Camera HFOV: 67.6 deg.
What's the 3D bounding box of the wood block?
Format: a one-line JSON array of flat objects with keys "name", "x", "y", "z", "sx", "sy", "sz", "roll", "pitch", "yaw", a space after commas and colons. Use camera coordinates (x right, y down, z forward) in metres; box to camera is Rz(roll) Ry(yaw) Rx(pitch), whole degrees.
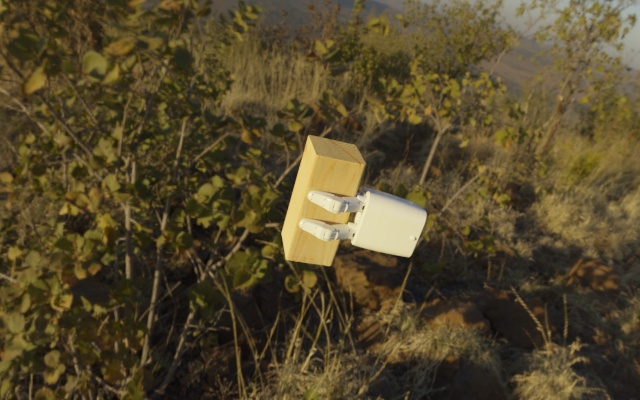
[{"name": "wood block", "x": 0.001, "y": 0.003, "z": 0.846, "sx": 0.090, "sy": 0.206, "sz": 0.090, "roll": 10, "pitch": 26, "yaw": -15}]
